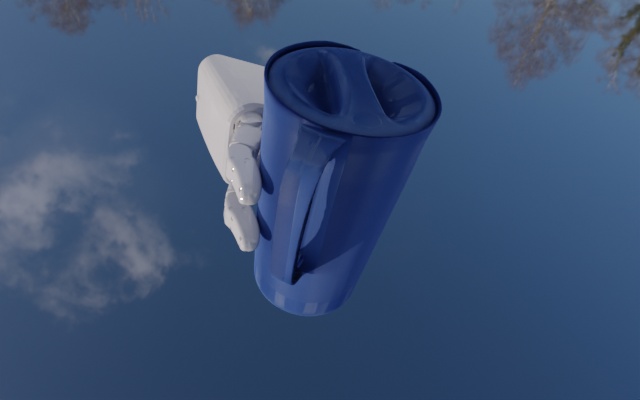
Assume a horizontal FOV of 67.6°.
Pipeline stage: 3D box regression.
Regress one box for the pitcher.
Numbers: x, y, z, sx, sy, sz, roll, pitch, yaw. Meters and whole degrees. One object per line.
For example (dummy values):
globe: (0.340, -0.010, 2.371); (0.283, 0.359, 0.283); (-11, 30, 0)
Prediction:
pitcher: (0.000, 0.001, 0.421); (0.149, 0.243, 0.145); (-12, 48, -26)
